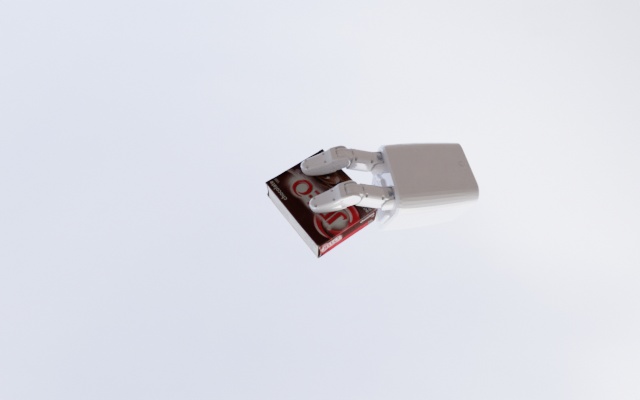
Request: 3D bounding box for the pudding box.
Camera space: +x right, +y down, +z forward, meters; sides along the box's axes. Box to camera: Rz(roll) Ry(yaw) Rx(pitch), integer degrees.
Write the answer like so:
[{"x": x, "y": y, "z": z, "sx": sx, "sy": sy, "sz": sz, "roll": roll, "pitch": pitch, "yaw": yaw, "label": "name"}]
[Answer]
[{"x": 0.000, "y": 0.002, "z": 0.587, "sx": 0.090, "sy": 0.113, "sz": 0.039, "roll": -32, "pitch": -27, "yaw": -21, "label": "pudding box"}]
